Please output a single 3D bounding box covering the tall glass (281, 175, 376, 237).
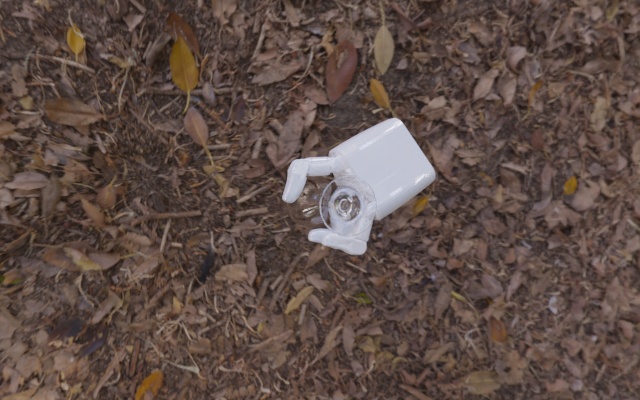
[{"bbox_3d":[0.000,0.002,0.665,0.079,0.079,0.201,0,2,-20],"label":"tall glass"}]
